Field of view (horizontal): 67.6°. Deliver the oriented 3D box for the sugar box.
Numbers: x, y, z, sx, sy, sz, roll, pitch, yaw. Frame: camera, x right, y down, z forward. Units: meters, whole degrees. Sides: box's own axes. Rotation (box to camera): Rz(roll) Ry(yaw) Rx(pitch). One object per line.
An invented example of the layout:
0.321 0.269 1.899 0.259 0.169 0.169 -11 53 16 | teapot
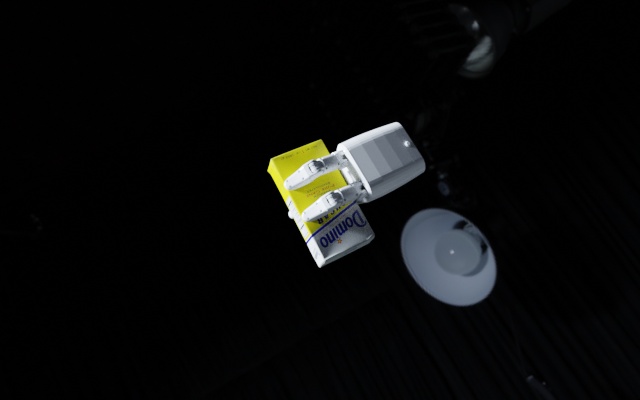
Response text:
0.000 0.002 0.729 0.093 0.176 0.048 -25 -15 -20 | sugar box
